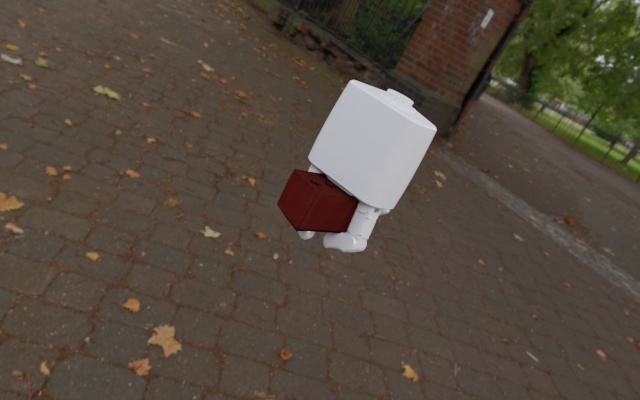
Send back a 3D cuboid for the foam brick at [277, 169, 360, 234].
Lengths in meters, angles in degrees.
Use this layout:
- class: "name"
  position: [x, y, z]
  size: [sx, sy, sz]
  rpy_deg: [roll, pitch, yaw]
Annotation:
- class: "foam brick"
  position: [0.000, 0.002, 0.551]
  size: [0.078, 0.051, 0.053]
  rpy_deg: [6, 31, -43]
